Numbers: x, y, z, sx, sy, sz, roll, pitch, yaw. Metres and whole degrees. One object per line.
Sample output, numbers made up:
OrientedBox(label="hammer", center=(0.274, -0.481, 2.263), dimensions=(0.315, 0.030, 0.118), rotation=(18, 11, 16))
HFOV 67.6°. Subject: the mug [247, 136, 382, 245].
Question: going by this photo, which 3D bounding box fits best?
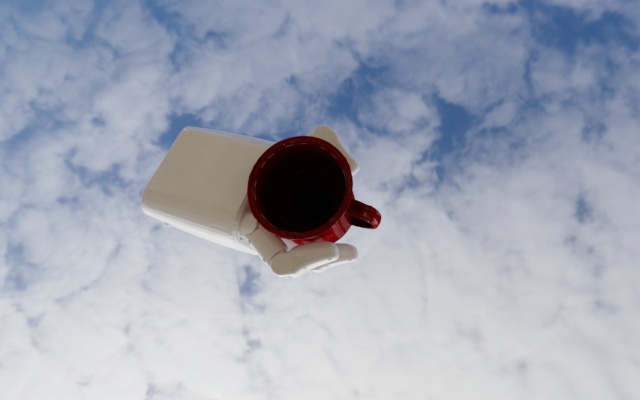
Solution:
OrientedBox(label="mug", center=(0.001, 0.002, 0.441), dimensions=(0.117, 0.093, 0.081), rotation=(15, -12, 15))
